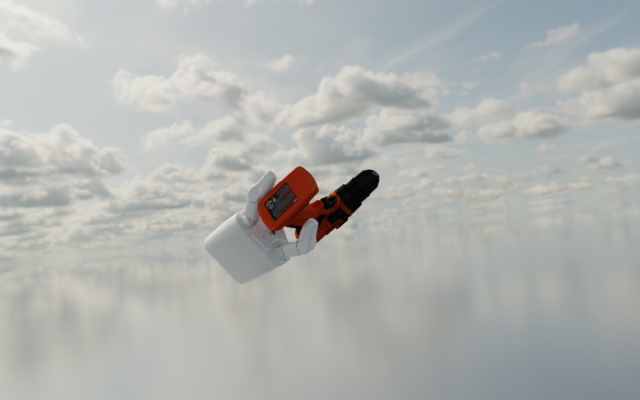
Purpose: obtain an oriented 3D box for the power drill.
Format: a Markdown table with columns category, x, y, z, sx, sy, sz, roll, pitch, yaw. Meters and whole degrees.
| category | x | y | z | sx | sy | sz | roll | pitch | yaw |
| --- | --- | --- | --- | --- | --- | --- | --- | --- | --- |
| power drill | 0.000 | 0.003 | 0.774 | 0.184 | 0.057 | 0.188 | -44 | -27 | 13 |
